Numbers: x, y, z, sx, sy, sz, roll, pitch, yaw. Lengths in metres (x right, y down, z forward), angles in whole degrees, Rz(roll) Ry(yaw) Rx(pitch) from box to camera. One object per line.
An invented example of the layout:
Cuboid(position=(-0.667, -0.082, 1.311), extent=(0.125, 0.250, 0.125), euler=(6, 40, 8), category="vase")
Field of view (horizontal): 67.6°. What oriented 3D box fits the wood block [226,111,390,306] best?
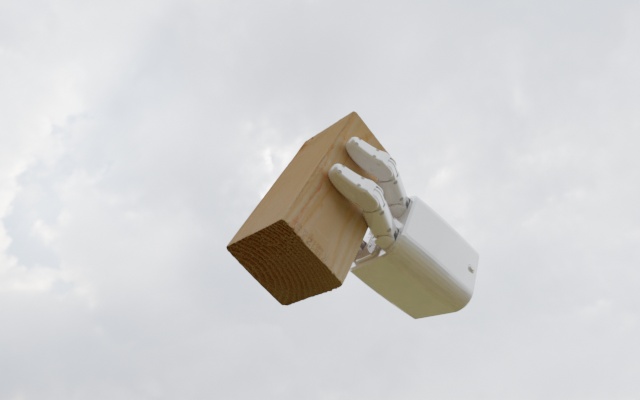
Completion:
Cuboid(position=(0.000, 0.002, 0.525), extent=(0.091, 0.090, 0.206), euler=(-28, 21, 39), category="wood block")
